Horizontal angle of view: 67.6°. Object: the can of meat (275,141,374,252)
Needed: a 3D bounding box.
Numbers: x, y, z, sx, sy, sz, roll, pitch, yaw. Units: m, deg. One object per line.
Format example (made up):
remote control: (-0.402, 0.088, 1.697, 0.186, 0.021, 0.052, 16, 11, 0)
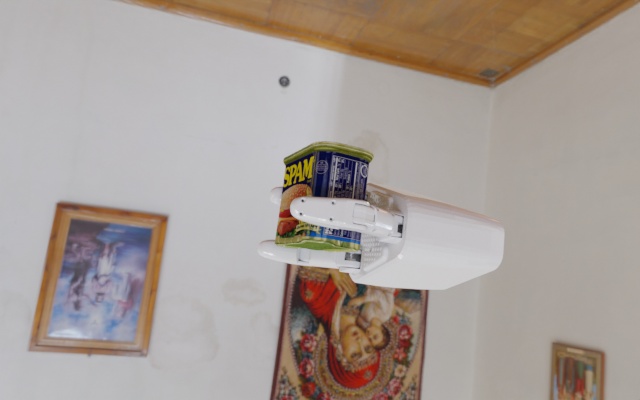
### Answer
can of meat: (0.000, 0.002, 0.428, 0.057, 0.084, 0.102, 11, -10, -24)
